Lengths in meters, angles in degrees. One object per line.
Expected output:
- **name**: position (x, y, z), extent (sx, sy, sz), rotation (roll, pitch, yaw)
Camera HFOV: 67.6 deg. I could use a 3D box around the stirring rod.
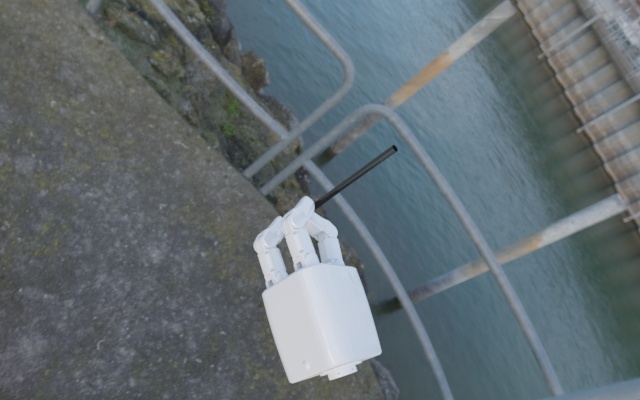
- **stirring rod**: position (0.000, 0.002, 0.566), extent (0.011, 0.011, 0.240), rotation (0, -28, -46)
